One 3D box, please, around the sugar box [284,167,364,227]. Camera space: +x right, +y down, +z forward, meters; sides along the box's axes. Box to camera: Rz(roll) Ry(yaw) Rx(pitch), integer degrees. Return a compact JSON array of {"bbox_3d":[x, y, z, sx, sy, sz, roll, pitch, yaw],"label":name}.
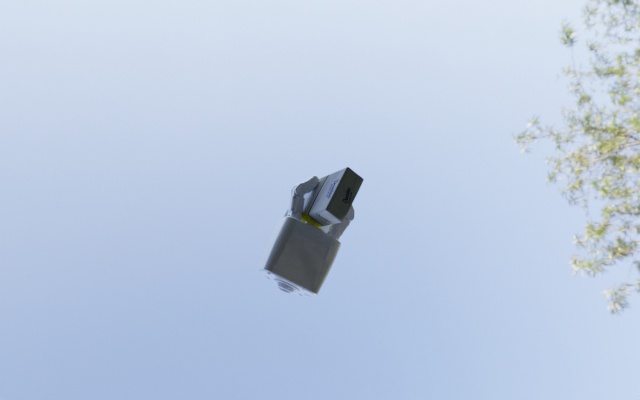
[{"bbox_3d":[0.000,0.003,0.872,0.048,0.093,0.176,37,-24,-21],"label":"sugar box"}]
